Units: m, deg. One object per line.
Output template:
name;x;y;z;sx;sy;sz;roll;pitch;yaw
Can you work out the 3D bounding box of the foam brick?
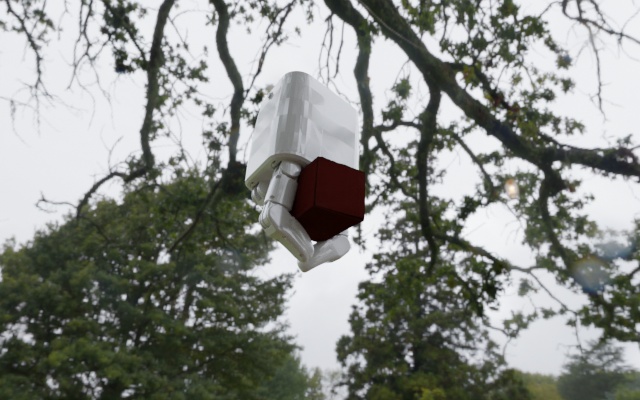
foam brick;0.000;0.001;0.452;0.053;0.051;0.078;18;-28;-25
